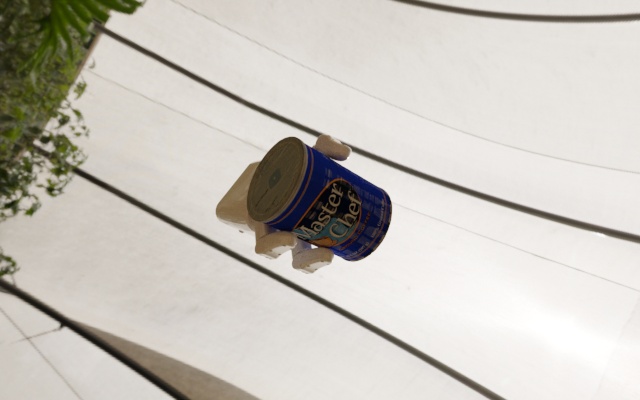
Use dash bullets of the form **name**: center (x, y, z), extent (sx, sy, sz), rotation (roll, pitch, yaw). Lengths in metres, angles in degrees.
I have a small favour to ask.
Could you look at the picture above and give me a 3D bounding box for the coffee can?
- **coffee can**: center (0.000, 0.002, 0.562), extent (0.140, 0.102, 0.103), rotation (27, -16, -33)
